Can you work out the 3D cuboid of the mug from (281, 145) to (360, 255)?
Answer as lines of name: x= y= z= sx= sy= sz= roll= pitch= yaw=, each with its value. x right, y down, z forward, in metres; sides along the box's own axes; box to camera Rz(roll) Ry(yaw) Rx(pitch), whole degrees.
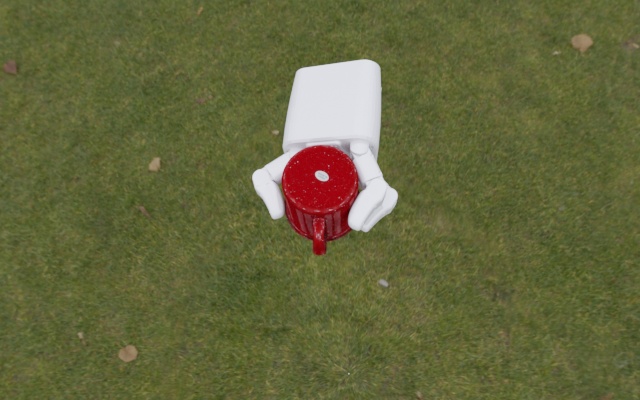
mug: x=0.000 y=0.003 z=0.528 sx=0.093 sy=0.117 sz=0.081 roll=4 pitch=-21 yaw=5
